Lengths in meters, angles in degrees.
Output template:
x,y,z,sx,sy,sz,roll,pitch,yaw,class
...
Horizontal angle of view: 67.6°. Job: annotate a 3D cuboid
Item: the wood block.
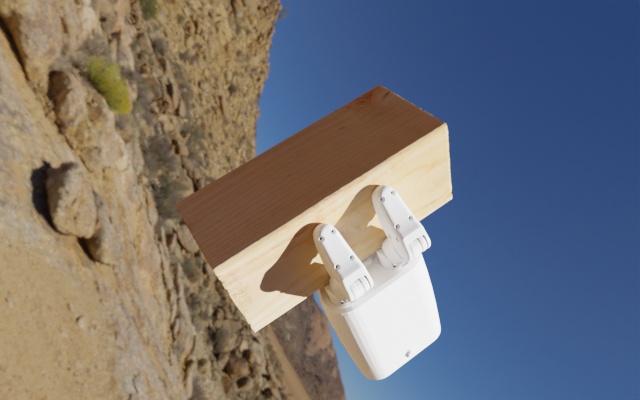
x,y,z,sx,sy,sz,roll,pitch,yaw,class
0.000,0.001,0.404,0.206,0.090,0.090,-32,45,-13,wood block
